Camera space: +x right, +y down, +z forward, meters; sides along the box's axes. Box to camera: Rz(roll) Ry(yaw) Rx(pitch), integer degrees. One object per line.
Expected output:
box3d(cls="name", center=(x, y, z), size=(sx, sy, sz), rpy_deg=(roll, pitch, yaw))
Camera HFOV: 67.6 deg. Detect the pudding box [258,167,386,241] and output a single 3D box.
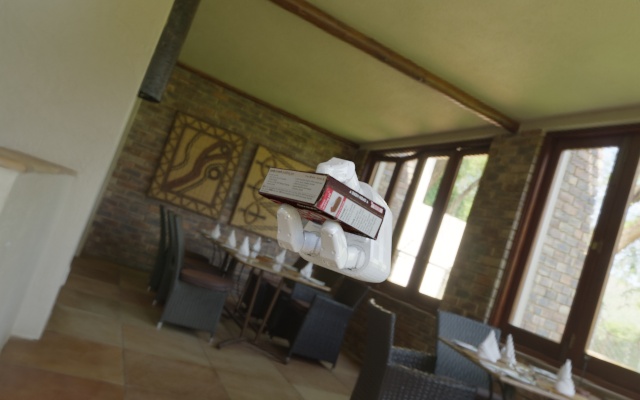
box3d(cls="pudding box", center=(0.000, 0.002, 0.507), size=(0.090, 0.039, 0.113), rpy_deg=(28, -12, -35))
